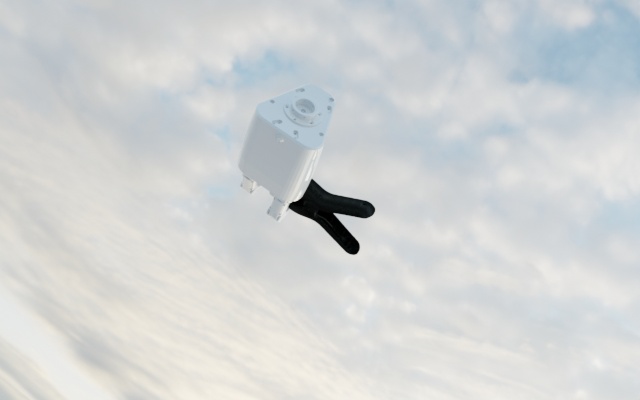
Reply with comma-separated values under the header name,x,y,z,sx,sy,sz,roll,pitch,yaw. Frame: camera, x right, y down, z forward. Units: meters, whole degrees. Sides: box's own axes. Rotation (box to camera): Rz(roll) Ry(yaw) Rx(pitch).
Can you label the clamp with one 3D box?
name,x,y,z,sx,sy,sz,roll,pitch,yaw
clamp,0.000,0.002,0.672,0.171,0.039,0.120,34,-38,4
